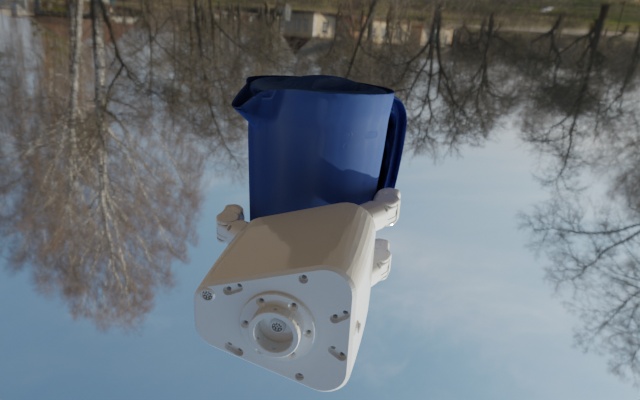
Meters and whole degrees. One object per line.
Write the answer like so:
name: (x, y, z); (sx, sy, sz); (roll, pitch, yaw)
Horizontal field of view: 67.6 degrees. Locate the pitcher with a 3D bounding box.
pitcher: (0.000, 0.002, 0.471); (0.149, 0.243, 0.145); (7, 20, 7)
